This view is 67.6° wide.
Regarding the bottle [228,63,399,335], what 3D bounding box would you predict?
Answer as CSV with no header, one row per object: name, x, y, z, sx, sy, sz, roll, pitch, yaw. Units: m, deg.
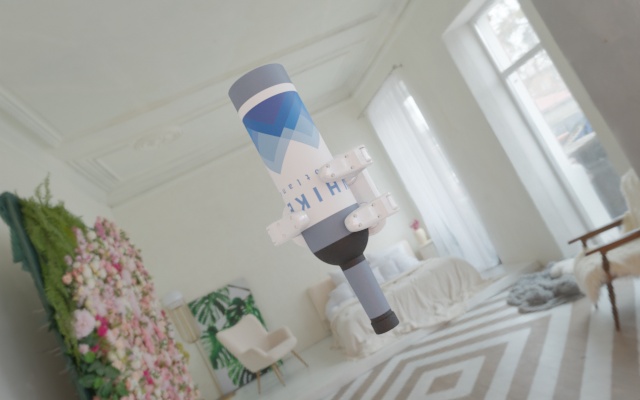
bottle,0.000,0.001,0.500,0.069,0.295,0.069,-28,-4,-2
